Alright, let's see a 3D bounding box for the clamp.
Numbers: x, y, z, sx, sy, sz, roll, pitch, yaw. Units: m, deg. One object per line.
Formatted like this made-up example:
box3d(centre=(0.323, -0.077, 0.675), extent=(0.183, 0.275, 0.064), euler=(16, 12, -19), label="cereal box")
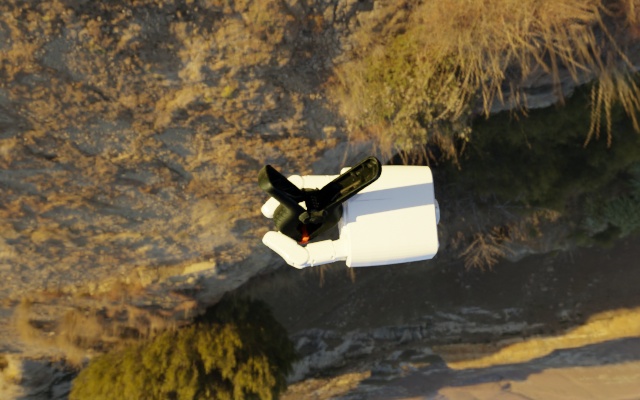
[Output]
box3d(centre=(0.000, 0.002, 0.514), extent=(0.120, 0.039, 0.171), euler=(-4, -22, -3), label="clamp")
